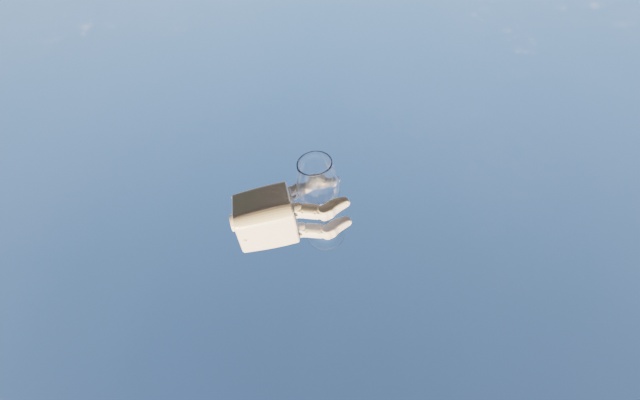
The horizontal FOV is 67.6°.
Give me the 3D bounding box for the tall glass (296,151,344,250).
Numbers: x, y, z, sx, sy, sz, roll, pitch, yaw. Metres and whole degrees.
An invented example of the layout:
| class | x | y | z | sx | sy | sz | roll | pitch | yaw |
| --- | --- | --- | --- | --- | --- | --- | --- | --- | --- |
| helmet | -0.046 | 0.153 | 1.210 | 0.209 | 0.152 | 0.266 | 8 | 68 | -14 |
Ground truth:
| class | x | y | z | sx | sy | sz | roll | pitch | yaw |
| --- | --- | --- | --- | --- | --- | --- | --- | --- | --- |
| tall glass | 0.000 | 0.003 | 0.882 | 0.079 | 0.079 | 0.201 | 0 | -42 | 8 |
